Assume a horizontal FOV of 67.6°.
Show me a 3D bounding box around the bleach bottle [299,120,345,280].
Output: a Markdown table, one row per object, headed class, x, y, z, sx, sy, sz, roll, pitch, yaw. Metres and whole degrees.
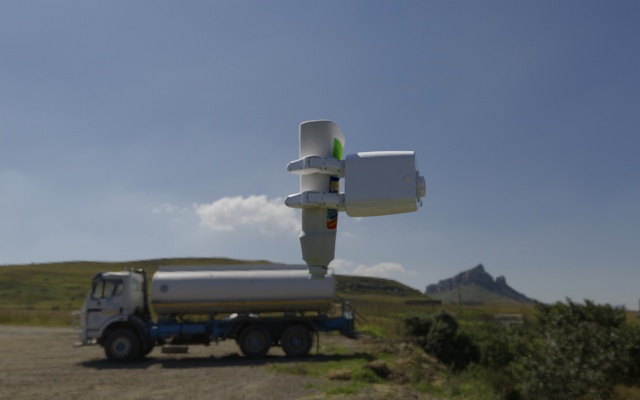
| class | x | y | z | sx | sy | sz | roll | pitch | yaw |
| --- | --- | --- | --- | --- | --- | --- | --- | --- | --- |
| bleach bottle | 0.000 | 0.002 | 0.778 | 0.068 | 0.250 | 0.102 | -3 | -15 | 15 |
